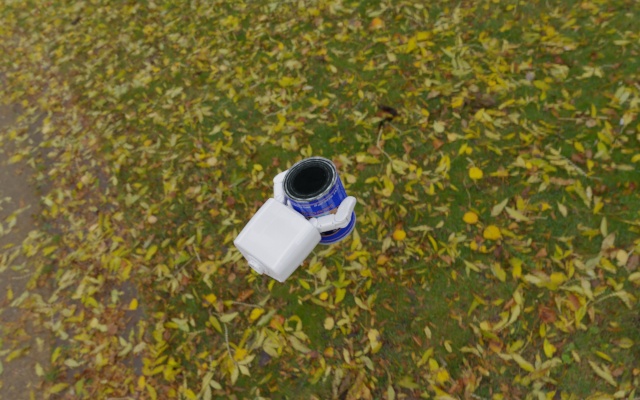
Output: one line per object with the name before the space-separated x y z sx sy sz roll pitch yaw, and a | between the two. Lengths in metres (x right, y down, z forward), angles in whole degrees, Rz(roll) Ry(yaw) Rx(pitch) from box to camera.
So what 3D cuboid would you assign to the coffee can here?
coffee can | 0.000 0.003 0.889 0.103 0.102 0.140 0 -36 21
